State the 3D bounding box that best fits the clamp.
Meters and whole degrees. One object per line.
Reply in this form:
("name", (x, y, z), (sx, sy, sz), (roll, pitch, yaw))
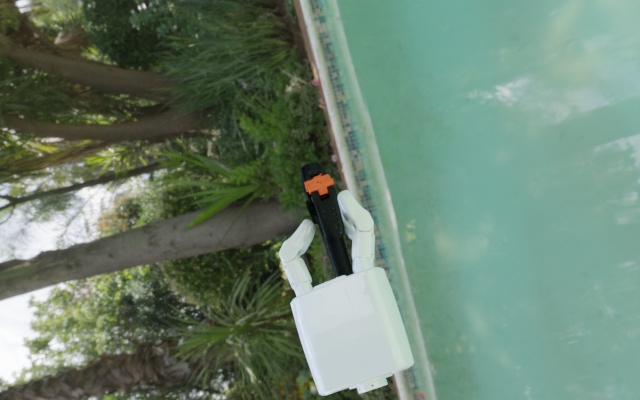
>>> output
("clamp", (-0.001, 0.002, 0.588), (0.036, 0.164, 0.210), (-21, -22, -3))
